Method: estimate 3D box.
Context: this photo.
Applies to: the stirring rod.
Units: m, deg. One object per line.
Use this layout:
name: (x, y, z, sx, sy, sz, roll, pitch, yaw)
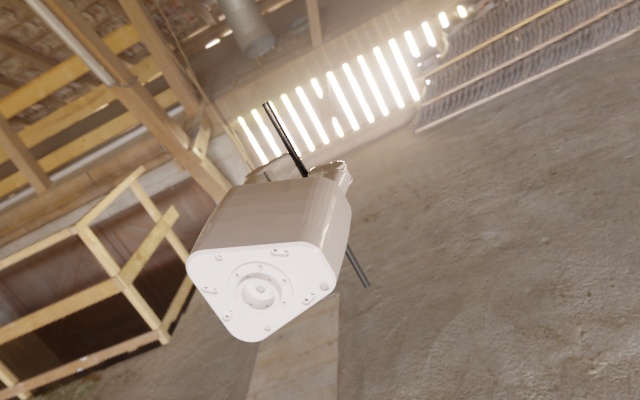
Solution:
stirring rod: (0.000, 0.002, 0.516, 0.011, 0.240, 0.011, -25, 21, 11)
